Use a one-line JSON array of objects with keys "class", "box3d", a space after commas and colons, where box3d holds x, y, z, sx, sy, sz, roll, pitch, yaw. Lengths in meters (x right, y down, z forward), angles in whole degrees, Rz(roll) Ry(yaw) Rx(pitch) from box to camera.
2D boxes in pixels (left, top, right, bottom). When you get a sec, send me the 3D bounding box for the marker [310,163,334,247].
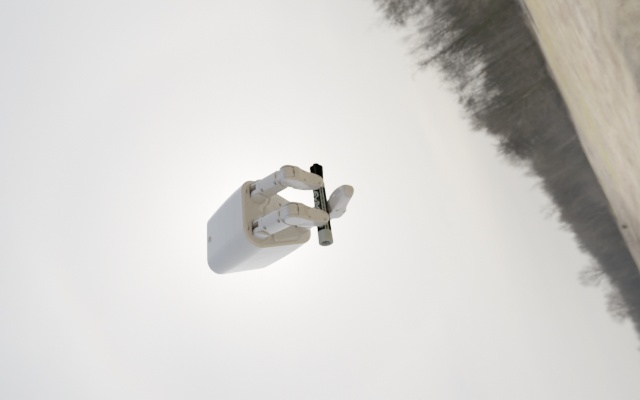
[{"class": "marker", "box3d": [0.000, 0.002, 0.621, 0.020, 0.121, 0.020, -6, -31, -3]}]
